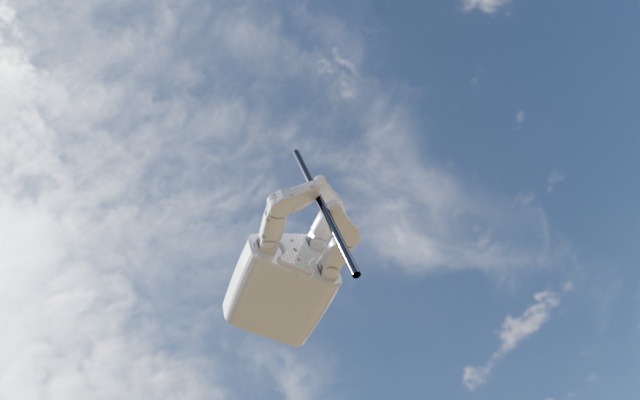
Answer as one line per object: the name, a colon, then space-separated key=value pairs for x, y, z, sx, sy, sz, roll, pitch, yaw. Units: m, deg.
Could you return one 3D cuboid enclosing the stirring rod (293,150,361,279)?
stirring rod: x=0.000 y=0.002 z=0.510 sx=0.011 sy=0.011 sz=0.239 roll=0 pitch=32 yaw=-18
